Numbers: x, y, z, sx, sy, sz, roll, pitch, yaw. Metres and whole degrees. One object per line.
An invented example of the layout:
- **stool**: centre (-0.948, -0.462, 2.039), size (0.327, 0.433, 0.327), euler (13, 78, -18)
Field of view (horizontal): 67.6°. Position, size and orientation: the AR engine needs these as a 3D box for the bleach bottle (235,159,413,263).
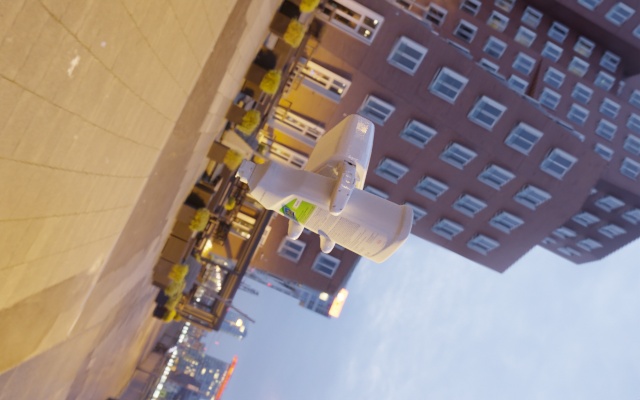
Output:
- **bleach bottle**: centre (0.000, 0.002, 0.690), size (0.251, 0.068, 0.103), euler (25, -41, -8)
